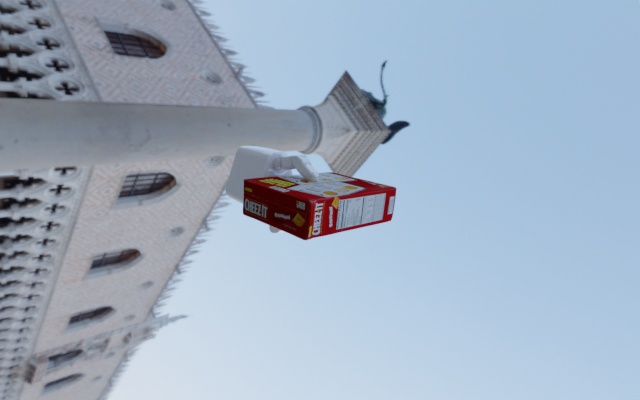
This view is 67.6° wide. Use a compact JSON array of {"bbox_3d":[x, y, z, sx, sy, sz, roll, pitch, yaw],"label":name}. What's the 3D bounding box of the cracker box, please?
[{"bbox_3d":[0.000,0.002,0.822,0.213,0.072,0.164,-9,19,-44],"label":"cracker box"}]
